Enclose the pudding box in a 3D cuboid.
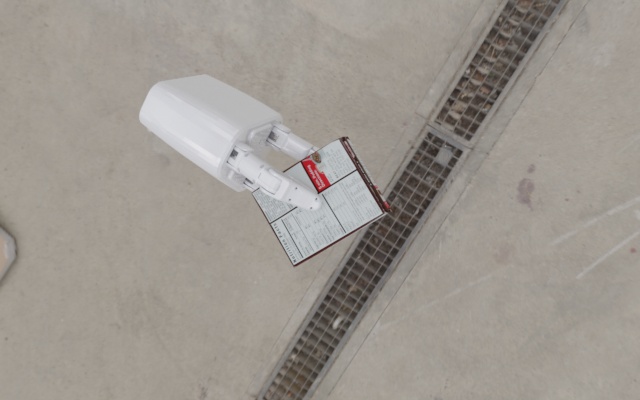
[{"bbox_3d":[0.000,0.002,0.480,0.113,0.090,0.039,-31,-4,17],"label":"pudding box"}]
